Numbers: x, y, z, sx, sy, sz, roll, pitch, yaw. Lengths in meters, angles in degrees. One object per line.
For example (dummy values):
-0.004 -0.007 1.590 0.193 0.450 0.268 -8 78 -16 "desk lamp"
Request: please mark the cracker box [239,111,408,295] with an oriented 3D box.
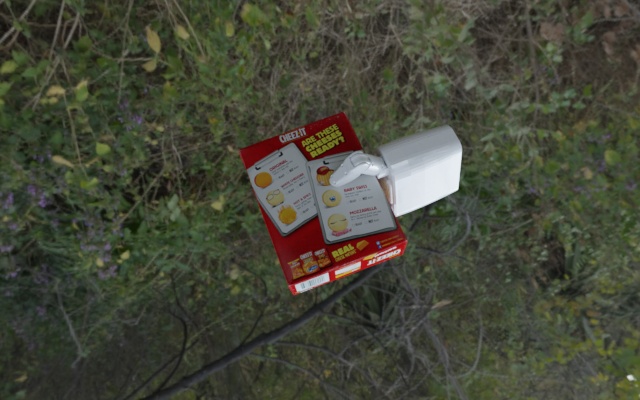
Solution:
0.000 0.002 0.665 0.164 0.213 0.072 -21 -24 -6 "cracker box"
